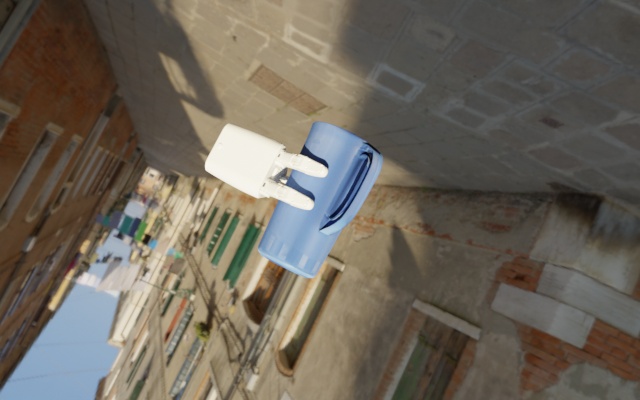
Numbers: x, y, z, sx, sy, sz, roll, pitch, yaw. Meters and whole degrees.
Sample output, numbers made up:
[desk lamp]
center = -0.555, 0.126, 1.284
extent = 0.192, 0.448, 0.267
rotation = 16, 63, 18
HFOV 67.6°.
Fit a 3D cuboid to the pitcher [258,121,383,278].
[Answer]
[pitcher]
center = 0.000, 0.003, 0.791
extent = 0.145, 0.243, 0.149
rotation = 25, -6, 10
